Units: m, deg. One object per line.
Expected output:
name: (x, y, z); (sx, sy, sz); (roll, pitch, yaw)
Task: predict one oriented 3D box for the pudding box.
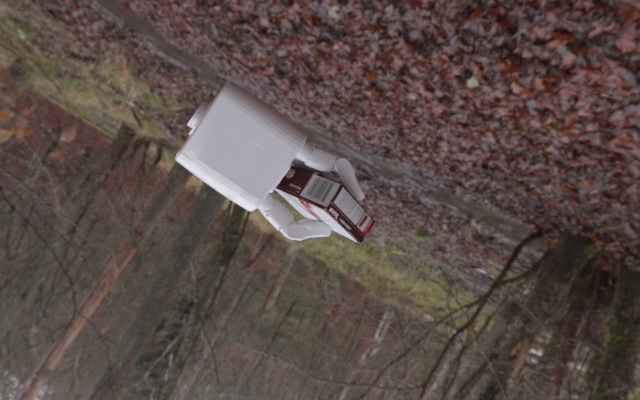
pudding box: (0.000, 0.002, 0.592); (0.113, 0.039, 0.090); (25, -13, 44)
